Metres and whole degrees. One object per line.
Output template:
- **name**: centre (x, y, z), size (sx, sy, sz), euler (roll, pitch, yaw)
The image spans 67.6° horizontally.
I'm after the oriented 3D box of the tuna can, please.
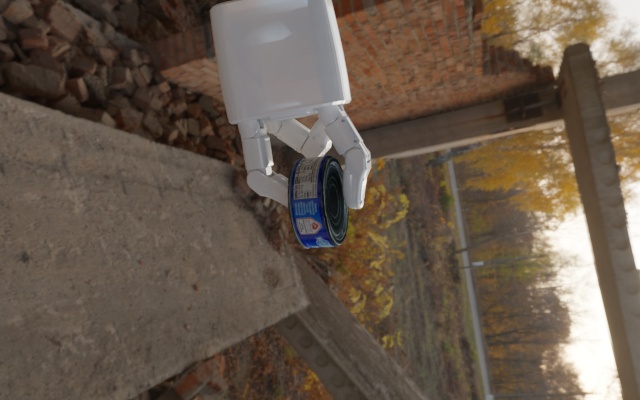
- **tuna can**: centre (0.001, 0.001, 0.446), size (0.034, 0.086, 0.086), euler (-4, -1, 17)
